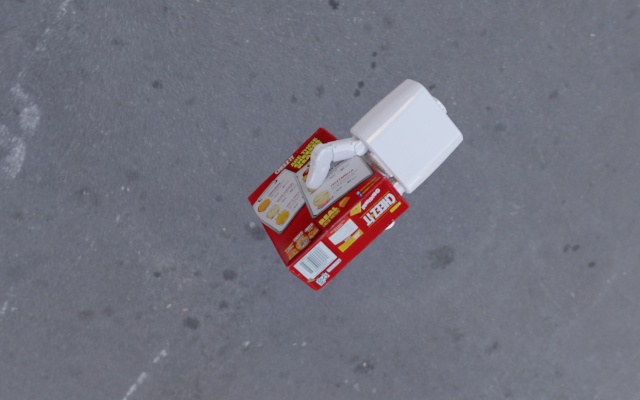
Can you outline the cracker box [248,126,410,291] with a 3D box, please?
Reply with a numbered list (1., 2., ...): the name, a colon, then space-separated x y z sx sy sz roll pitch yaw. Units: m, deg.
1. cracker box: 0.000 0.002 0.671 0.072 0.164 0.213 45 2 -32
